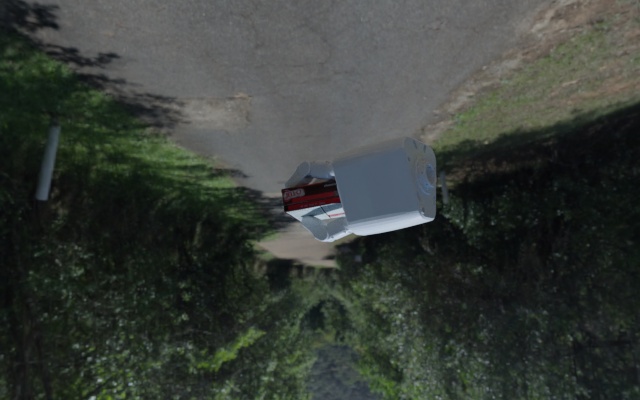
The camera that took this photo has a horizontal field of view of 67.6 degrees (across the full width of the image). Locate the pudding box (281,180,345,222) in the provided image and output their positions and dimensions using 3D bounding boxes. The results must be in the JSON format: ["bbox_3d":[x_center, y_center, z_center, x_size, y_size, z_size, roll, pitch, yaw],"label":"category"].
[{"bbox_3d":[0.000,0.002,0.704,0.090,0.039,0.113,-9,-13,9],"label":"pudding box"}]
